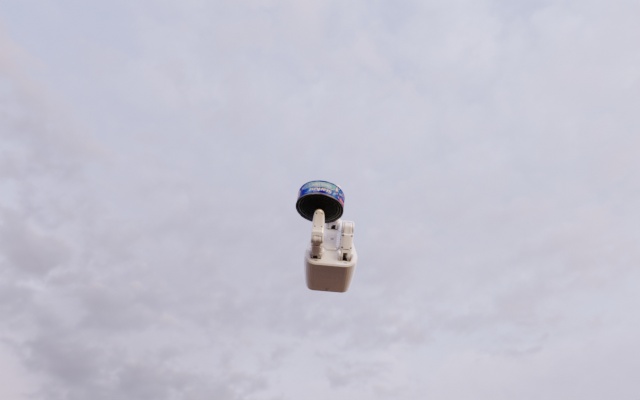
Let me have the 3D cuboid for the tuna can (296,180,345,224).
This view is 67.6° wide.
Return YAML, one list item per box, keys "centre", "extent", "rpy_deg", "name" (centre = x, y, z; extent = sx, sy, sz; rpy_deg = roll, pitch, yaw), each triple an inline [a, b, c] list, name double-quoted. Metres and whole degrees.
- centre: [0.000, 0.002, 0.851]
  extent: [0.086, 0.033, 0.086]
  rpy_deg: [5, -38, 4]
  name: "tuna can"
